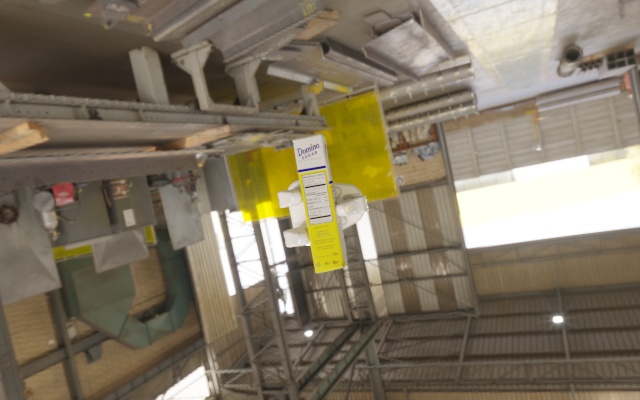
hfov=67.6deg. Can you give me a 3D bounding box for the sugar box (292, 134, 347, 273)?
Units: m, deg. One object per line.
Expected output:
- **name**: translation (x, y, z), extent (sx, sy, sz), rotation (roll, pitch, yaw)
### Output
- **sugar box**: translation (0.000, 0.002, 0.652), extent (0.048, 0.176, 0.093), rotation (-12, 2, 4)
